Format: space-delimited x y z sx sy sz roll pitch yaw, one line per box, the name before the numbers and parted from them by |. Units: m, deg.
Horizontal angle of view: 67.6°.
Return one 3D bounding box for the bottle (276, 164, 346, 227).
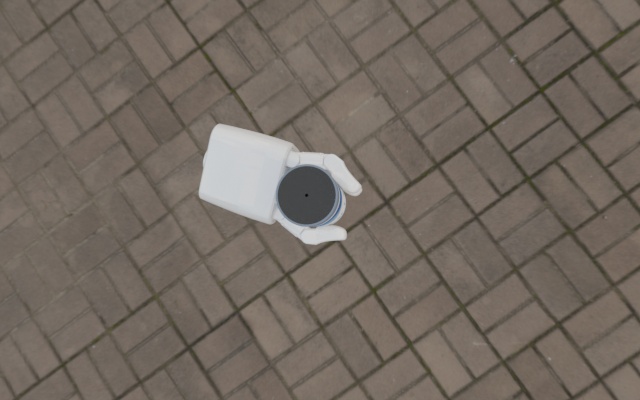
bottle | 0.000 0.002 0.648 0.069 0.069 0.296 0 -3 6
